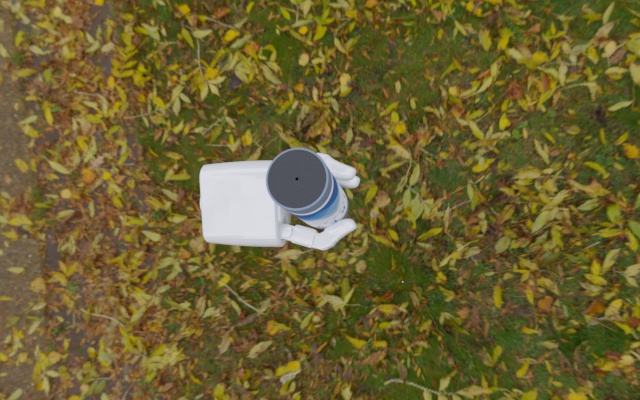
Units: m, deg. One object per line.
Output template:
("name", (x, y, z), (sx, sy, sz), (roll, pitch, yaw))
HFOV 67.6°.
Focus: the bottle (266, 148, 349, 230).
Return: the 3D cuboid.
("bottle", (0.000, 0.002, 0.631), (0.069, 0.069, 0.296), (0, -10, 10))
